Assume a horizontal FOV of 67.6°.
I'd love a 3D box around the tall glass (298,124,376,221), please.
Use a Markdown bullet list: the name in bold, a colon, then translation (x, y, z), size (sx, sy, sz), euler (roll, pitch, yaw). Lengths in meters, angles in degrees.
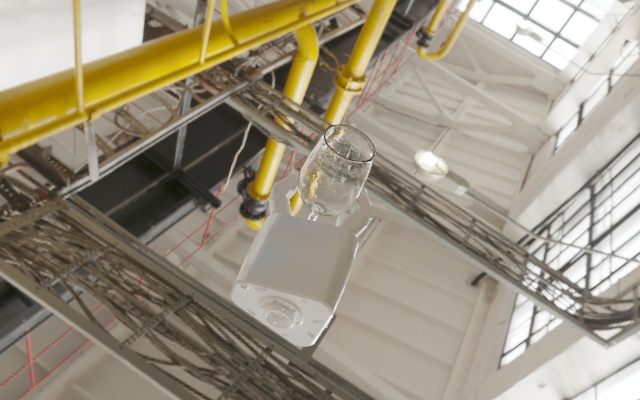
- **tall glass**: translation (0.000, 0.002, 0.594), size (0.079, 0.079, 0.201), euler (0, -42, -26)
